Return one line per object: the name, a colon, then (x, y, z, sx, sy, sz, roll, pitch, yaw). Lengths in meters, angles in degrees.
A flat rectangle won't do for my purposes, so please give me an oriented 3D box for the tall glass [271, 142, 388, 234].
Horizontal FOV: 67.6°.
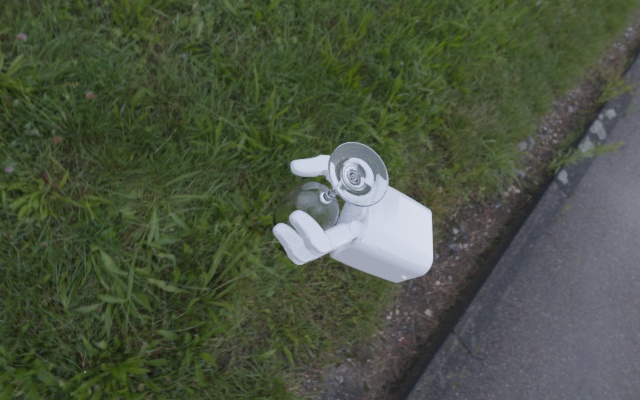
tall glass: (0.000, 0.002, 0.597, 0.079, 0.079, 0.201, 0, -18, -26)
